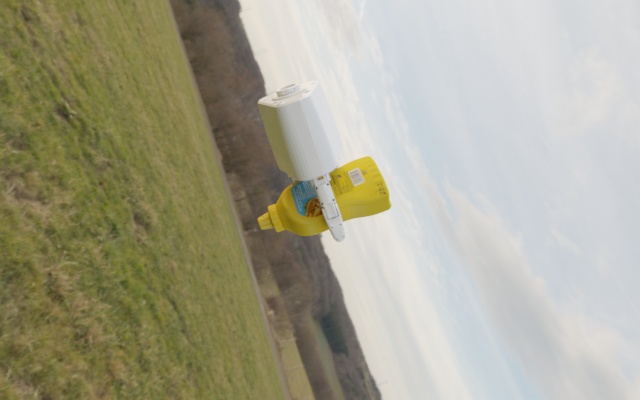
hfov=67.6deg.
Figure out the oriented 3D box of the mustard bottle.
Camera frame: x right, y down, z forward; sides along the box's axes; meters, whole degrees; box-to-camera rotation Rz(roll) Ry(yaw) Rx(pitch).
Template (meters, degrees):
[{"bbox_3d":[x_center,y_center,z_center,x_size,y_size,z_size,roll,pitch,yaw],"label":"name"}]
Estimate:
[{"bbox_3d":[0.000,0.002,0.702,0.191,0.096,0.058,-19,-43,0],"label":"mustard bottle"}]
